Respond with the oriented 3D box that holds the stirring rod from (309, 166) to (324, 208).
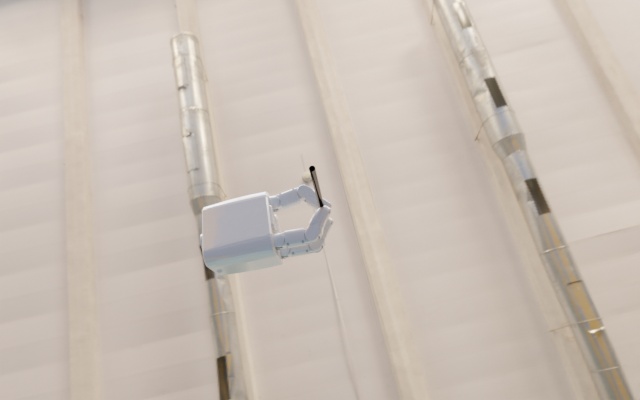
[{"bbox_3d":[0.000,0.002,0.698,0.011,0.011,0.240,0,-20,5],"label":"stirring rod"}]
